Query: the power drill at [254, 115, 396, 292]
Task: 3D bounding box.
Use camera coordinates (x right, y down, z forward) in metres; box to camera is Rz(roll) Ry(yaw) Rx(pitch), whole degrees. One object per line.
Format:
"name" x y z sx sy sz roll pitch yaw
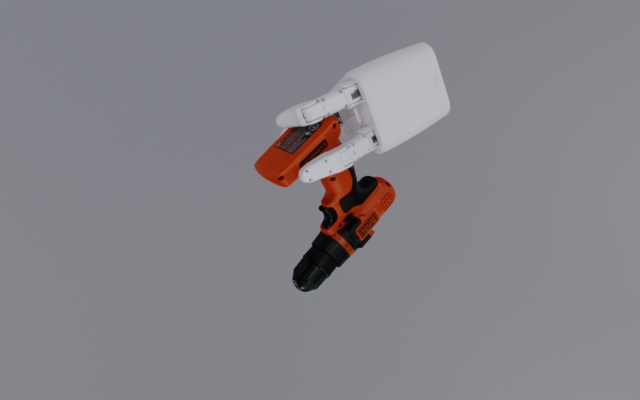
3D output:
"power drill" 0.000 0.001 0.580 0.057 0.184 0.188 25 -22 44
